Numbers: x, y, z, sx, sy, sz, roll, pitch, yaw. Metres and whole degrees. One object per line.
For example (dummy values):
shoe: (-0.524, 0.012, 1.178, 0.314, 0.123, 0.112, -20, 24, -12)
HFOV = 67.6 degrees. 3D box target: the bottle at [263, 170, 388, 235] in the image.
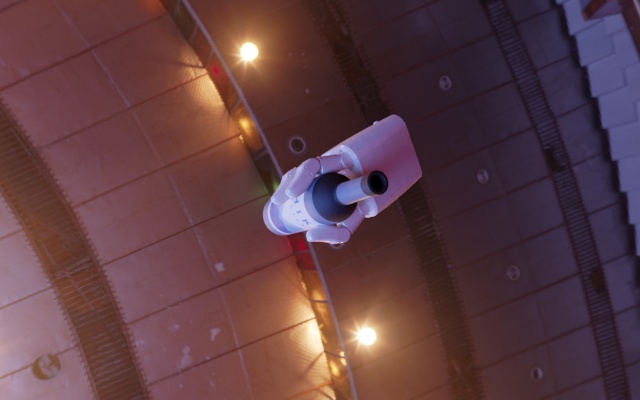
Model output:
bottle: (0.000, 0.002, 0.651, 0.069, 0.069, 0.296, 0, -9, -26)
